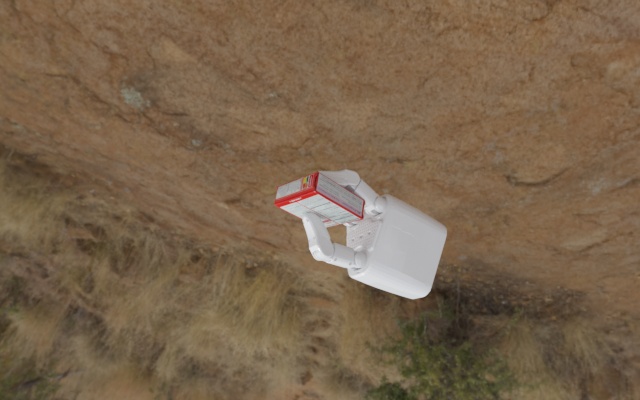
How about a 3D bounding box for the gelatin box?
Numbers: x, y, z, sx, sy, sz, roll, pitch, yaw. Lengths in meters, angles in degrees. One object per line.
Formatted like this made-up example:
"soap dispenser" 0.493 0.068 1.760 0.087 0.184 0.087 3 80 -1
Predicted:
"gelatin box" 0.000 0.002 0.592 0.089 0.030 0.073 28 -32 -37
